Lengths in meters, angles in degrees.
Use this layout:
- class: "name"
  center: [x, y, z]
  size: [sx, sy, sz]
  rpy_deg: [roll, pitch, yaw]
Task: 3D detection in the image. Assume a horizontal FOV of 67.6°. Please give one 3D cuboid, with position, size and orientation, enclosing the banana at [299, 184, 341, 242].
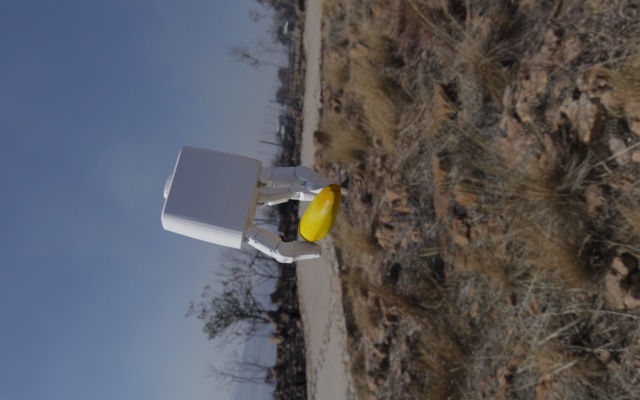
- class: "banana"
  center: [-0.005, 0.020, 0.611]
  size: [0.037, 0.069, 0.198]
  rpy_deg: [15, -5, -4]
